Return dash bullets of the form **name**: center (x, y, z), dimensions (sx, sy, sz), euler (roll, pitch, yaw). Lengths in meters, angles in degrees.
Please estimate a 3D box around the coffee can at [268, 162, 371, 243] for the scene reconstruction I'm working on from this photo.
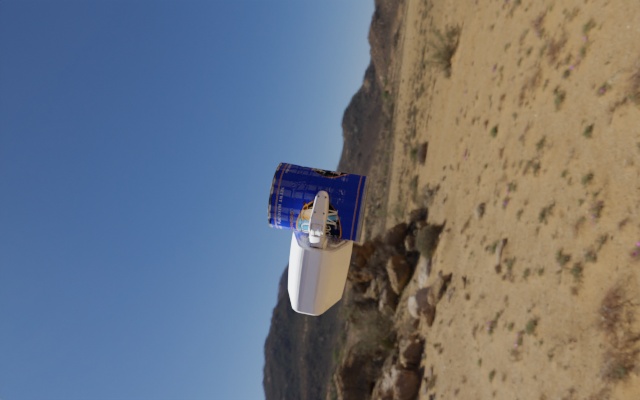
- **coffee can**: center (0.000, 0.002, 0.735), dimensions (0.140, 0.103, 0.103), euler (9, 1, 6)
